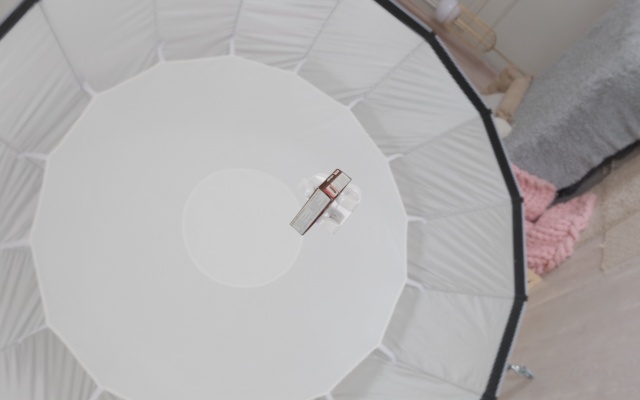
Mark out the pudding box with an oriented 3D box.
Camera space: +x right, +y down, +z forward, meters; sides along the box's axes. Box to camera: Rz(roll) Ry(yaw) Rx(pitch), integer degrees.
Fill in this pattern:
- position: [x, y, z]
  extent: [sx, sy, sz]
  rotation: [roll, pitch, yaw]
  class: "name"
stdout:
- position: [0.000, 0.003, 0.885]
  extent: [0.039, 0.113, 0.090]
  rotation: [39, 38, 3]
  class: "pudding box"
